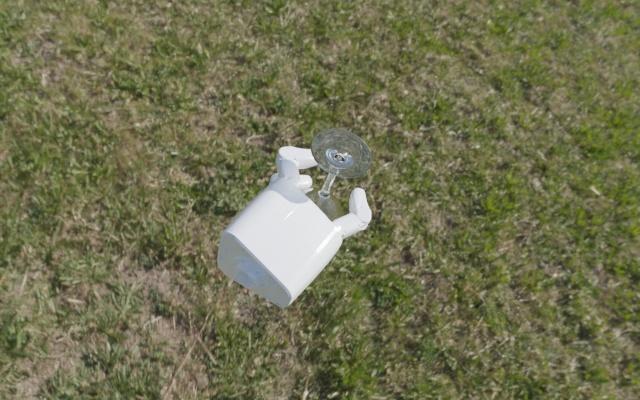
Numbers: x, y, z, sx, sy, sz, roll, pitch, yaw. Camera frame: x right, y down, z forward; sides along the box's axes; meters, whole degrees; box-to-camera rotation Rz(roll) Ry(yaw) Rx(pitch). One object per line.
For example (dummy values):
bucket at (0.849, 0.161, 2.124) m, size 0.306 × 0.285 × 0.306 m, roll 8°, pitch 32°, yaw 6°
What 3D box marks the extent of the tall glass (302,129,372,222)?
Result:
tall glass at (0.000, 0.002, 0.630) m, size 0.079 × 0.079 × 0.201 m, roll 0°, pitch -36°, yaw -17°
